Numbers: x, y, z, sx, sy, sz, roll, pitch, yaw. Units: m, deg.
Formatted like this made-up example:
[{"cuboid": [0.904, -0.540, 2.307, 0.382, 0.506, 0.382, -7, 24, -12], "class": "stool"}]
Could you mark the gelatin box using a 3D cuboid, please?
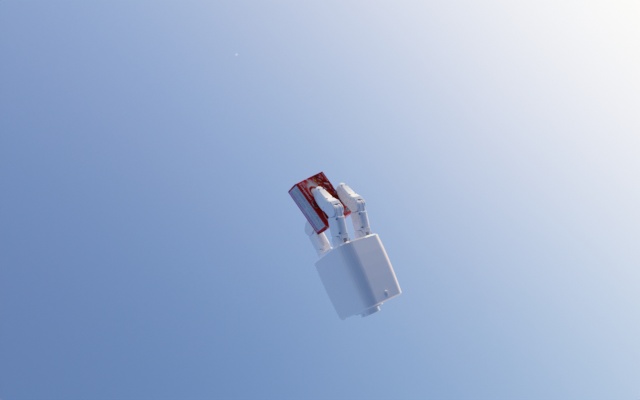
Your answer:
[{"cuboid": [0.000, 0.003, 0.790, 0.073, 0.089, 0.030, -29, -9, -47], "class": "gelatin box"}]
